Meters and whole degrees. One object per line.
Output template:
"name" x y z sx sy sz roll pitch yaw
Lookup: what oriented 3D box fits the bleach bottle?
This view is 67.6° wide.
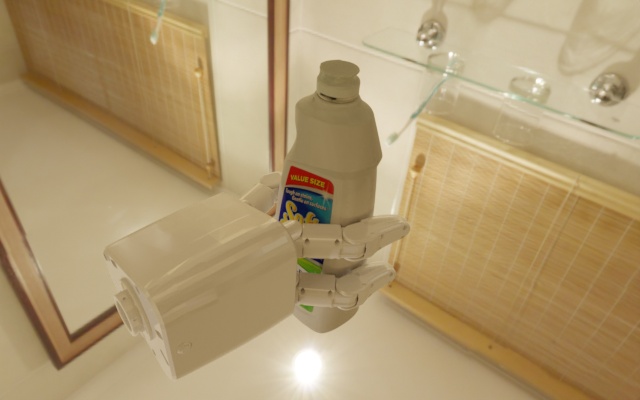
"bleach bottle" 0.000 0.001 0.412 0.068 0.251 0.102 -26 48 -32
